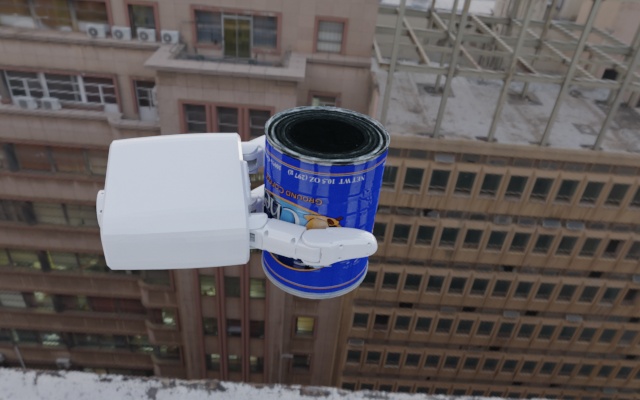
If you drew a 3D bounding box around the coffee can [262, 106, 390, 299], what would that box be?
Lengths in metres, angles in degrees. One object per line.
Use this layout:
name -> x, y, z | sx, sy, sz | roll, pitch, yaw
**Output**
coffee can -> 0.000, 0.002, 0.425 | 0.103, 0.140, 0.102 | 4, 34, -3
